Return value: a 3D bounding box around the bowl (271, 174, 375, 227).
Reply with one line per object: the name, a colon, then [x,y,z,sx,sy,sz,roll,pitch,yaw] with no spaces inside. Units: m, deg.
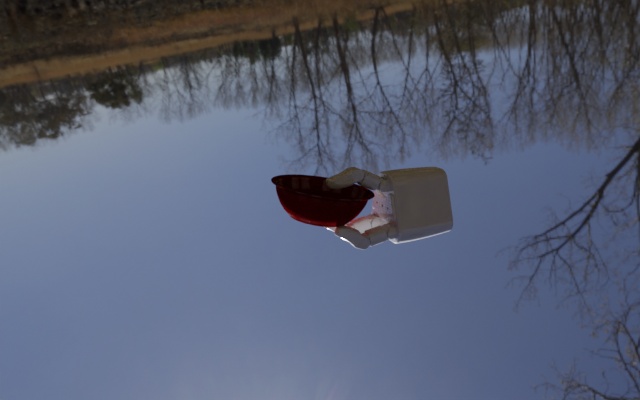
bowl: [-0.001,0.003,0.745,0.162,0.055,0.162,9,12,-2]
